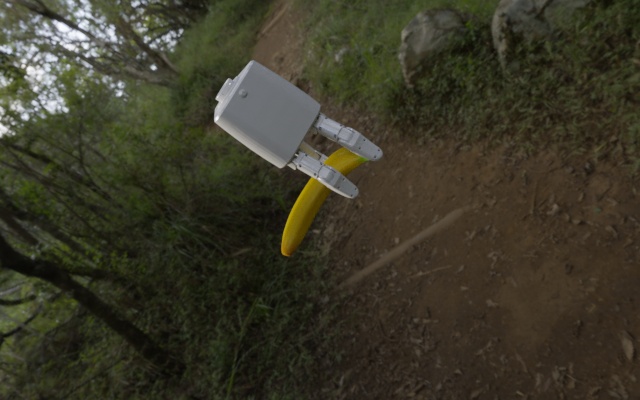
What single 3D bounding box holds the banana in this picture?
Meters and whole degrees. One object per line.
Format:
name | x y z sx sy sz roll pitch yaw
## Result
banana | -0.001 -0.009 0.680 0.037 0.198 0.069 32 18 -23
